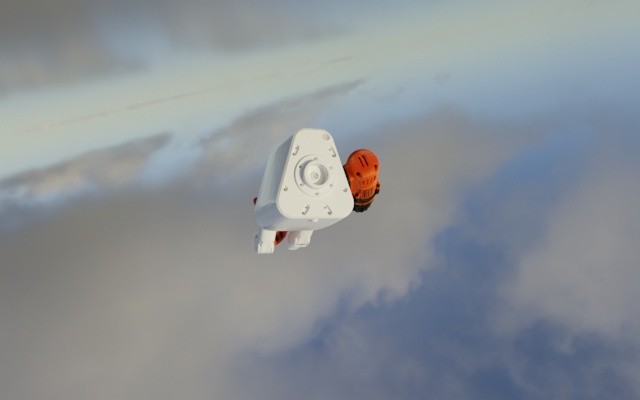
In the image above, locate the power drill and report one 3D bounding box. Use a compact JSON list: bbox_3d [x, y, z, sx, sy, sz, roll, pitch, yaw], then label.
[{"bbox_3d":[0.000,0.003,0.723,0.187,0.057,0.184,-25,-20,-6],"label":"power drill"}]
